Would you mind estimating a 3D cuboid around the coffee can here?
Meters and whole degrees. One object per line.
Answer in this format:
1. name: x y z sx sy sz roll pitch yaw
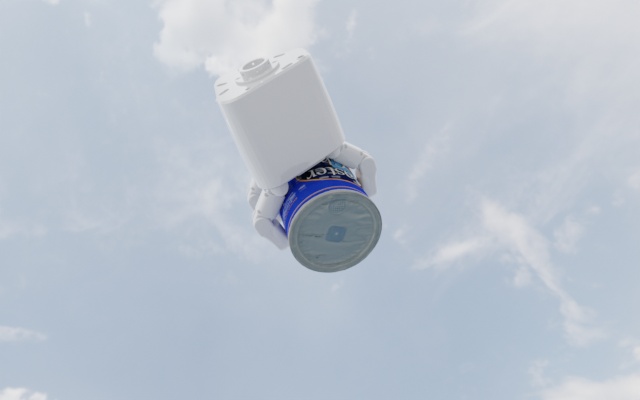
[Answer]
1. coffee can: 0.000 0.002 0.561 0.103 0.103 0.140 0 29 -16
